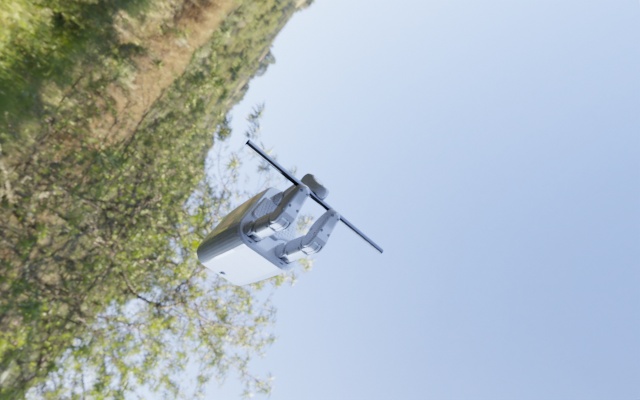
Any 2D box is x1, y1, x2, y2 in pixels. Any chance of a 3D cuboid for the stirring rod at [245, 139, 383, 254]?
[{"bbox_3d":[0.000,0.002,0.594,0.240,0.011,0.011,39,-21,-28],"label":"stirring rod"}]
